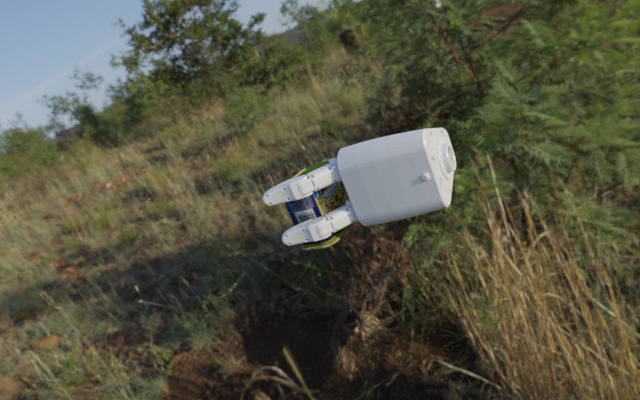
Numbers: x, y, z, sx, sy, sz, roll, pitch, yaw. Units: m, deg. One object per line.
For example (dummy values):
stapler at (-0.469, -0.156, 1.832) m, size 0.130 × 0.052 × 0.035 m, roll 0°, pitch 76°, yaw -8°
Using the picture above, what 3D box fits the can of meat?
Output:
can of meat at (0.000, 0.002, 0.617) m, size 0.057 × 0.084 × 0.102 m, roll -11°, pitch 20°, yaw 33°
